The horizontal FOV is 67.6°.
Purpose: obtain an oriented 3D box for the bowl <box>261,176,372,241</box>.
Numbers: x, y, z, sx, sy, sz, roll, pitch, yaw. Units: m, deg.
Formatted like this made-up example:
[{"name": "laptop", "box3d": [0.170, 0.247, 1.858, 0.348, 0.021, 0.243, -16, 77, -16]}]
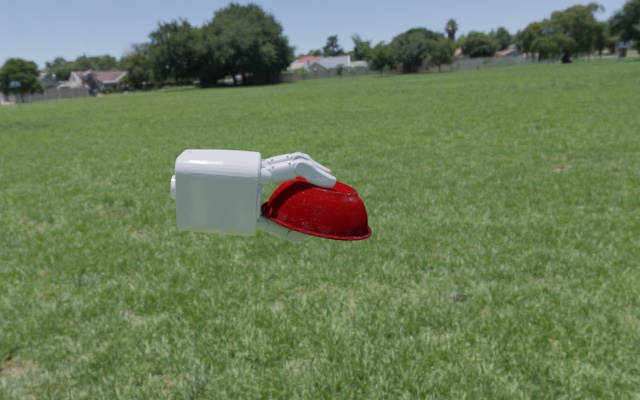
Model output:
[{"name": "bowl", "box3d": [0.001, 0.002, 0.670, 0.162, 0.055, 0.162, 13, 13, -3]}]
